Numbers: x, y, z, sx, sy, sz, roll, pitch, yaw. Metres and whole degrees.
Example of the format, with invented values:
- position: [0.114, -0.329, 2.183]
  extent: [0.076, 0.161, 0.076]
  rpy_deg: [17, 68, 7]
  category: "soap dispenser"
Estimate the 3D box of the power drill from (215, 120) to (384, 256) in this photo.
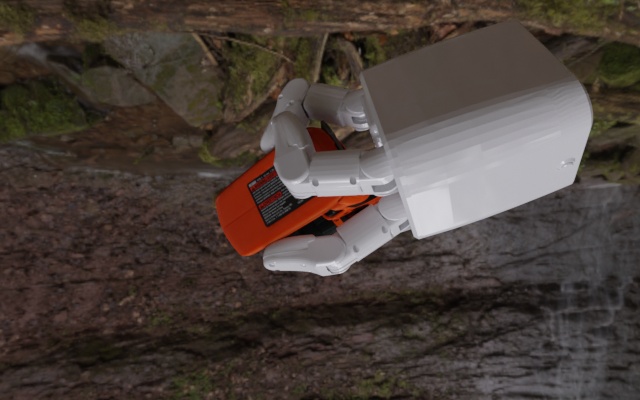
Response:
- position: [0.000, 0.001, 0.409]
  extent: [0.184, 0.057, 0.187]
  rpy_deg: [-36, -14, 24]
  category: "power drill"
